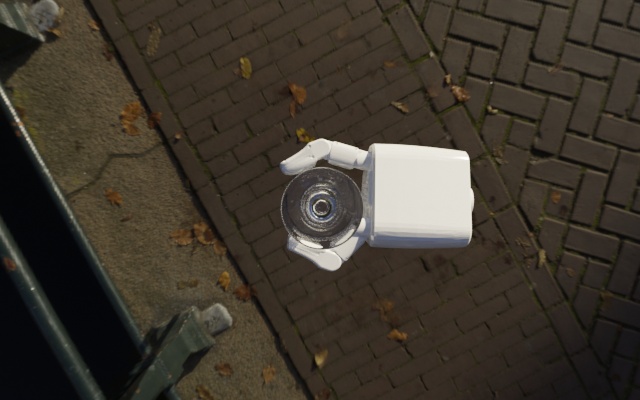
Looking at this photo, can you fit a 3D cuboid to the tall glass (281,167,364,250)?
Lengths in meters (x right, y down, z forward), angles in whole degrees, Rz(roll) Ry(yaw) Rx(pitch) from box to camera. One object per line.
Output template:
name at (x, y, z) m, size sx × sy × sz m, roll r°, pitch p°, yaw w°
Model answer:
tall glass at (0.000, 0.002, 0.525) m, size 0.079 × 0.079 × 0.201 m, roll 0°, pitch 3°, yaw -1°
